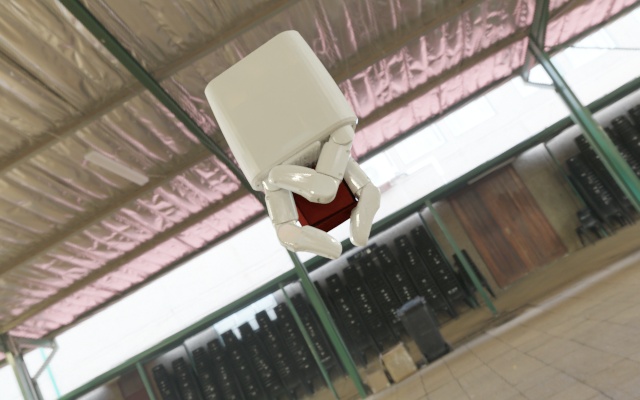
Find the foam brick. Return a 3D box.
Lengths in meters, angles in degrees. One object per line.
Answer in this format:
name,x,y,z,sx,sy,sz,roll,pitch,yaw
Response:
foam brick,0.000,0.002,0.478,0.053,0.051,0.078,-30,-11,-9
